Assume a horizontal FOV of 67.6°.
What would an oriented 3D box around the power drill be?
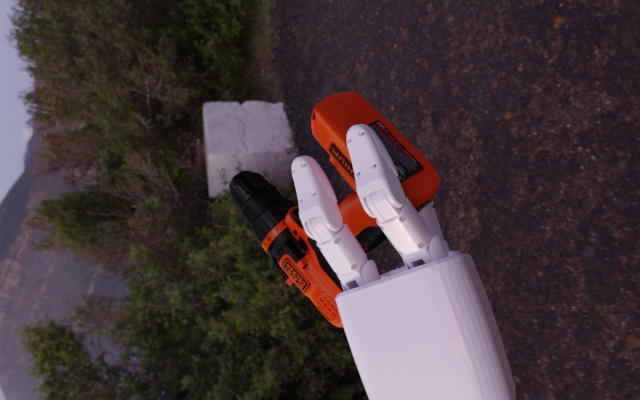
[{"bbox_3d":[0.000,0.001,0.409,0.057,0.184,0.188,-33,-17,-38],"label":"power drill"}]
